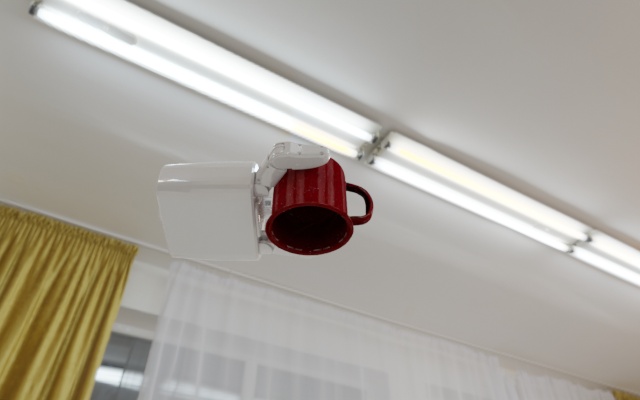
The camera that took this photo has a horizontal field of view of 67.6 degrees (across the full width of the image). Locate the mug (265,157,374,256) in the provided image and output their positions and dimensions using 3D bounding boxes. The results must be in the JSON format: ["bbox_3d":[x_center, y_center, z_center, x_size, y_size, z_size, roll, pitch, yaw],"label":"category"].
[{"bbox_3d":[0.002,0.002,0.527,0.117,0.081,0.093,0,-40,-1],"label":"mug"}]
